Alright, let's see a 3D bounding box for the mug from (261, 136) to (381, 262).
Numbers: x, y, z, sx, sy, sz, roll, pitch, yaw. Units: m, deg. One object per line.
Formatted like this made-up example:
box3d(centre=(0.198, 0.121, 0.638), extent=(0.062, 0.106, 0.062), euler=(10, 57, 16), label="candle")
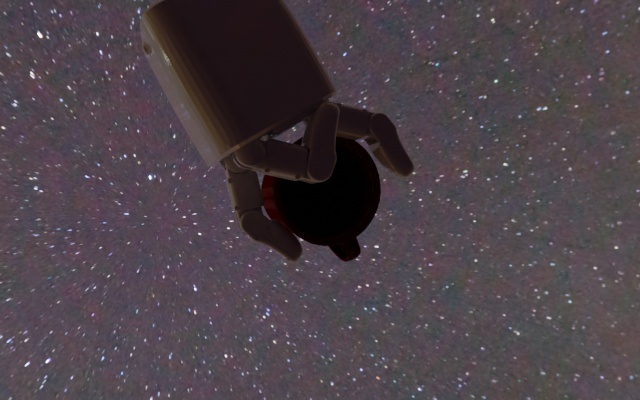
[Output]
box3d(centre=(0.001, 0.003, 0.426), extent=(0.093, 0.117, 0.081), euler=(-33, 9, -17), label="mug")
